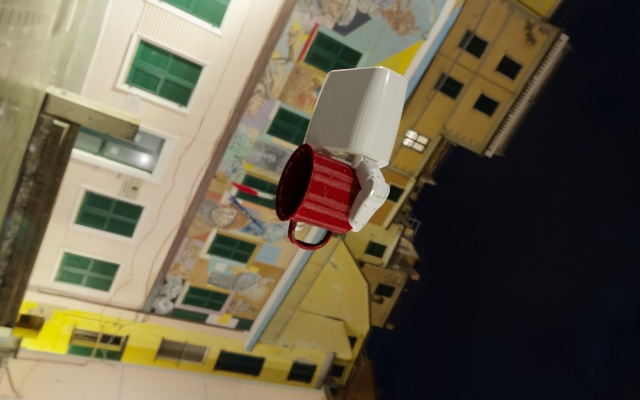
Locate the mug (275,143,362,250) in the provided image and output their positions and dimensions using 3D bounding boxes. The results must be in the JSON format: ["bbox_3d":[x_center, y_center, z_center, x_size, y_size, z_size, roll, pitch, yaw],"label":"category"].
[{"bbox_3d":[0.000,0.003,0.559,0.081,0.117,0.093,18,-4,-25],"label":"mug"}]
